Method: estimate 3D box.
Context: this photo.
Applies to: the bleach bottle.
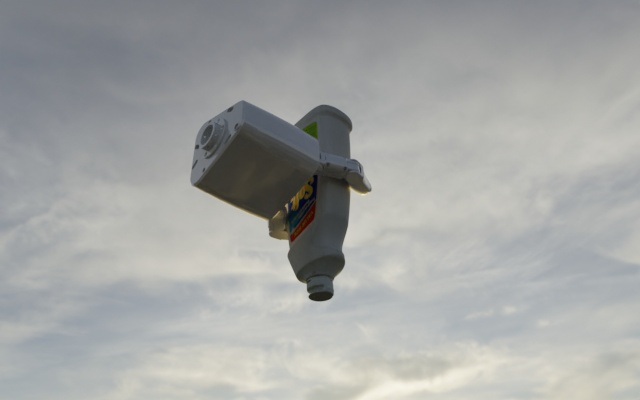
[{"bbox_3d":[0.000,0.002,0.603,0.068,0.250,0.102,25,-44,-35],"label":"bleach bottle"}]
